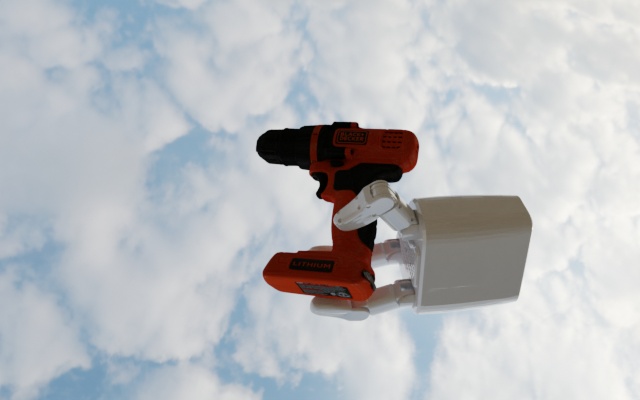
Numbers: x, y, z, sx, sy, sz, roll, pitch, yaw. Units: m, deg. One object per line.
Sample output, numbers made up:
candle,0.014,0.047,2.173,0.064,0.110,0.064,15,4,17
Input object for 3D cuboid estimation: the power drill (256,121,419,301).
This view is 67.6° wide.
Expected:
power drill,0.000,0.002,0.493,0.184,0.187,0.057,3,-26,20
